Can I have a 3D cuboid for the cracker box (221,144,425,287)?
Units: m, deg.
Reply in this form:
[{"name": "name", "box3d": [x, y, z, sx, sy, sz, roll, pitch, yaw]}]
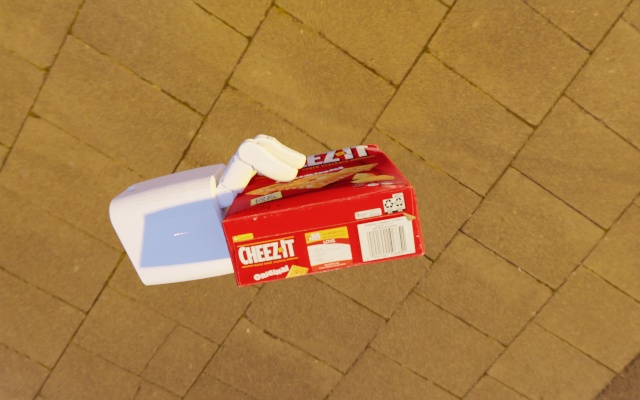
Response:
[{"name": "cracker box", "box3d": [0.000, 0.002, 0.495, 0.164, 0.072, 0.213, -10, 16, 2]}]
